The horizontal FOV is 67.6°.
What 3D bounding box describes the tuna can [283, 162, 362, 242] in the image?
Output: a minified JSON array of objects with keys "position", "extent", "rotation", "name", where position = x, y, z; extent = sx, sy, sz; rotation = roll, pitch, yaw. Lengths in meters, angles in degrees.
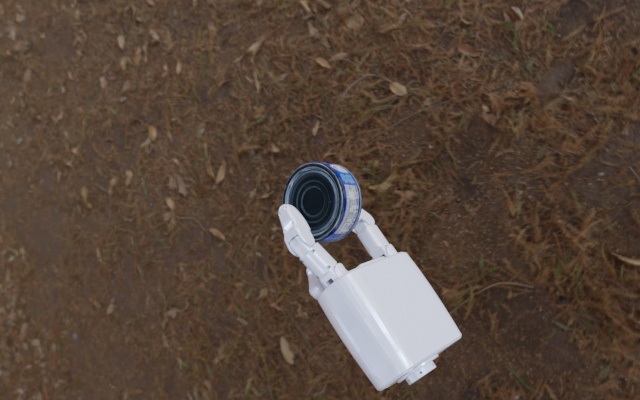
[{"position":[0.000,0.002,0.512],"extent":[0.086,0.086,0.034],"rotation":[0,-2,39],"name":"tuna can"}]
